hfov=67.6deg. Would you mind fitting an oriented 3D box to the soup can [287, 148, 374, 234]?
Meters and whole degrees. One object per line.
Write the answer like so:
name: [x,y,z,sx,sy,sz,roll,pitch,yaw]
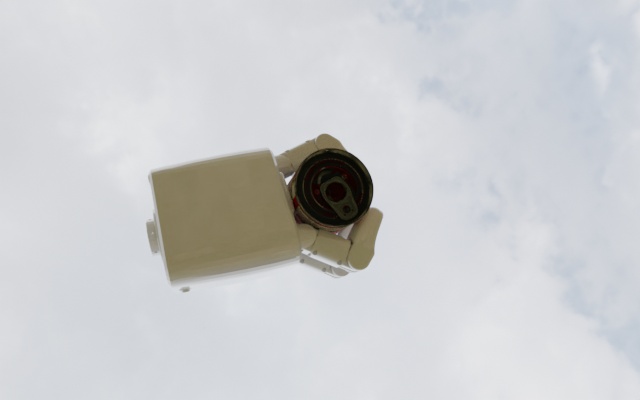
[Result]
soup can: [0.000,0.001,0.439,0.068,0.068,0.102,0,-15,-14]
